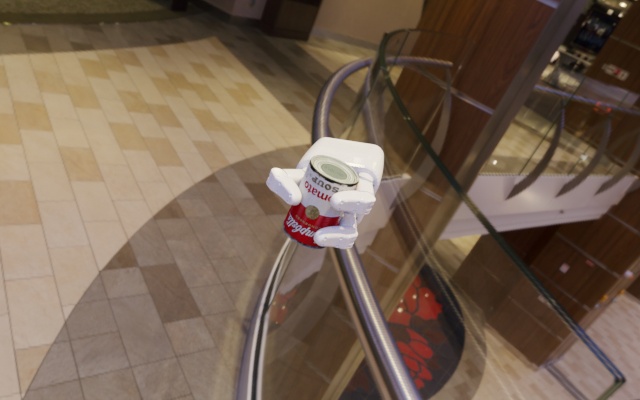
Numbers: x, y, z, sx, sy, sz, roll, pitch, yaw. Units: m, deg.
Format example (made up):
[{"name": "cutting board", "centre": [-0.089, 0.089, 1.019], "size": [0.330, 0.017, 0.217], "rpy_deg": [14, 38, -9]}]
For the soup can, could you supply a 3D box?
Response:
[{"name": "soup can", "centre": [0.000, 0.002, 0.610], "size": [0.068, 0.102, 0.068], "rpy_deg": [19, 29, -11]}]
